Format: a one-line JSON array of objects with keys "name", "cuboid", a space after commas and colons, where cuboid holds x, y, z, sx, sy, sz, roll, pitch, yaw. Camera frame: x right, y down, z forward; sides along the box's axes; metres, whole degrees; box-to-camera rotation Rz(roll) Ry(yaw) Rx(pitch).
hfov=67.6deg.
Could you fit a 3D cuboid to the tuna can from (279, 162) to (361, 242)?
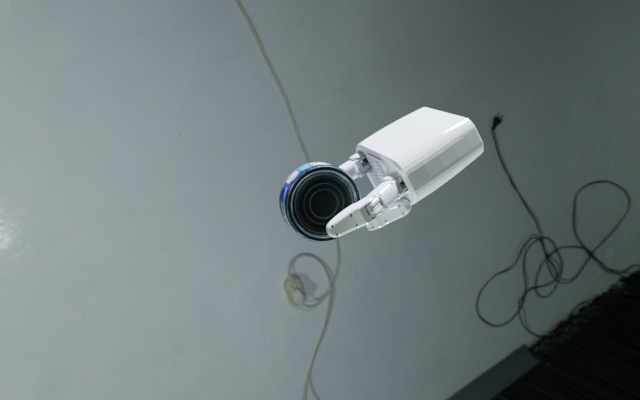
[{"name": "tuna can", "cuboid": [0.000, 0.002, 0.520, 0.086, 0.086, 0.033, 0, 9, -16]}]
